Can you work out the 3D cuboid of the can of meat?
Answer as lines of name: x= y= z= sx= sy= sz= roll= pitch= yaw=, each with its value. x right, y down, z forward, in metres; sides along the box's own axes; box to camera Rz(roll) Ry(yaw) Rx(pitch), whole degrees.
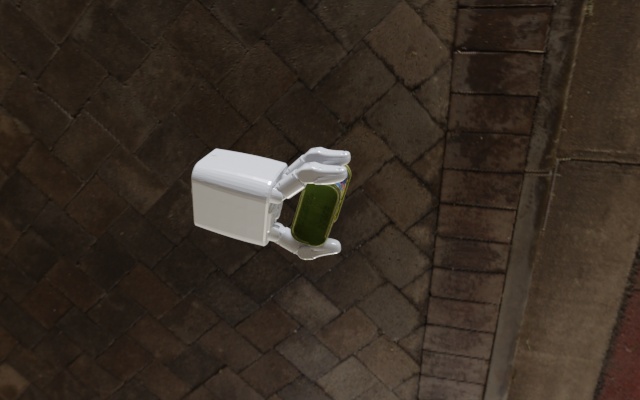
can of meat: x=0.000 y=0.002 z=0.654 sx=0.057 sy=0.102 sz=0.084 roll=19 pitch=24 yaw=3
